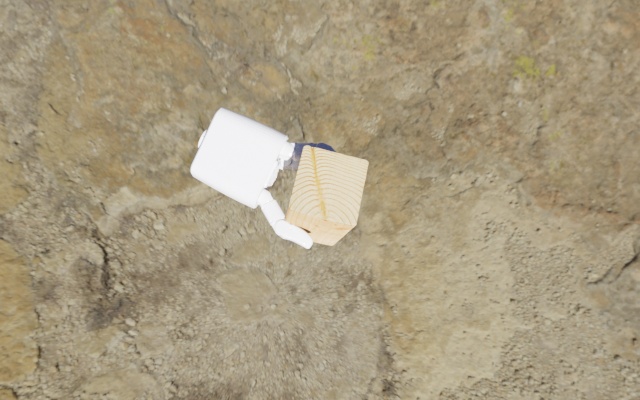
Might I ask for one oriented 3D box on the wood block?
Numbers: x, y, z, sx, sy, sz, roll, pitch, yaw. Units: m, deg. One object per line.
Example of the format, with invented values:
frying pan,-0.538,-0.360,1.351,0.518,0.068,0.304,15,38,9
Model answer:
wood block,0.000,0.002,0.704,0.090,0.090,0.206,14,-13,-3
